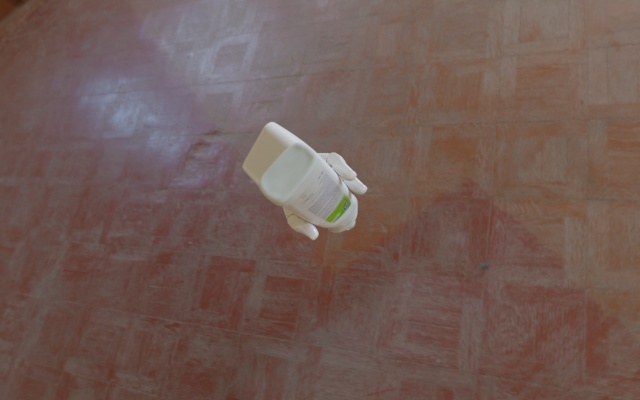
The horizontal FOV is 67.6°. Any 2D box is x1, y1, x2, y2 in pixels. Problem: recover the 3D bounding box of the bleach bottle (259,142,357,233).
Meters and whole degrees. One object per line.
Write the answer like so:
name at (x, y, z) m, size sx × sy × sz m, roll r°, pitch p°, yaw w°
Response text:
bleach bottle at (0.000, 0.003, 0.804) m, size 0.068 × 0.102 × 0.251 m, roll 40°, pitch -3°, yaw 32°
